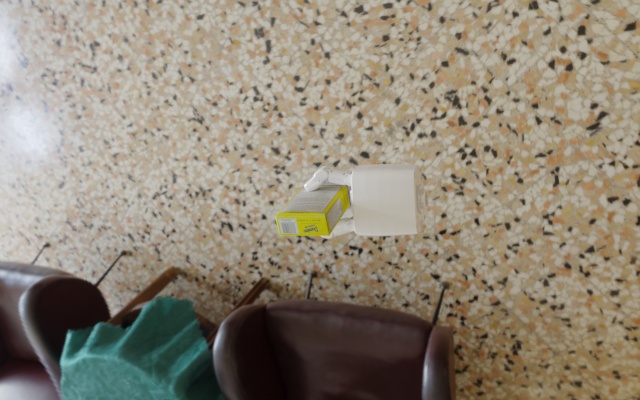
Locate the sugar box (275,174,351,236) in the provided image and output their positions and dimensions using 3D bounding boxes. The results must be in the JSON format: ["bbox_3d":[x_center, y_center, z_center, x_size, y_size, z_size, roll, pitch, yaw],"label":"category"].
[{"bbox_3d":[0.000,0.003,0.839,0.093,0.048,0.176,-1,23,24],"label":"sugar box"}]
